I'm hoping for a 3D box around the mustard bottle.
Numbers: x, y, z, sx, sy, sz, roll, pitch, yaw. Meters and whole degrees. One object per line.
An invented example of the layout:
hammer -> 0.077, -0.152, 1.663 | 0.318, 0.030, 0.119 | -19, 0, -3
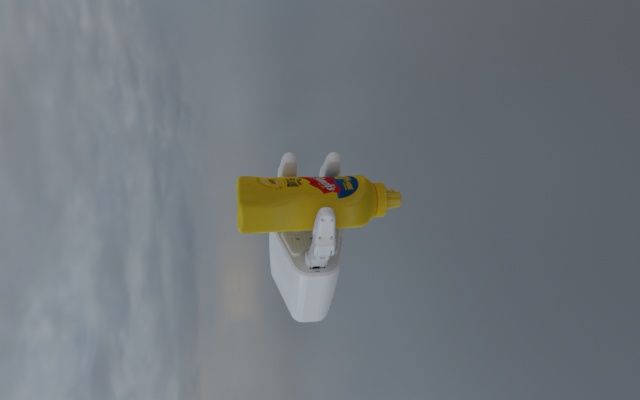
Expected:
mustard bottle -> 0.000, 0.002, 0.555 | 0.191, 0.058, 0.096 | -1, 18, -10
